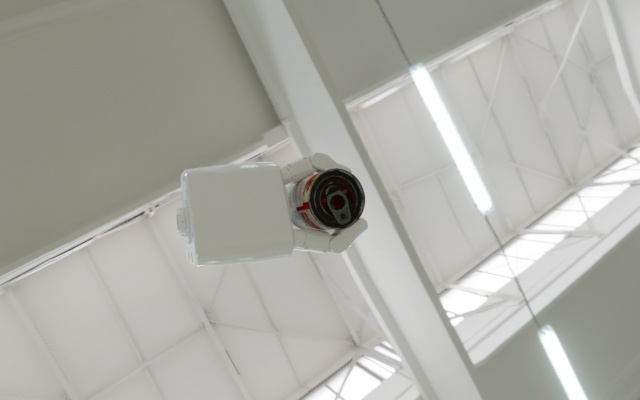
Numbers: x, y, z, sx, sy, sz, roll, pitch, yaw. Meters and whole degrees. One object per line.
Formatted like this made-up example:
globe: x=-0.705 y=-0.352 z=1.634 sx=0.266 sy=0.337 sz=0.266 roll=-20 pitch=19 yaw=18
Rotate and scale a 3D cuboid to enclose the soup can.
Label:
soup can: x=0.000 y=0.002 z=0.570 sx=0.068 sy=0.068 sz=0.102 roll=0 pitch=-4 yaw=-22
